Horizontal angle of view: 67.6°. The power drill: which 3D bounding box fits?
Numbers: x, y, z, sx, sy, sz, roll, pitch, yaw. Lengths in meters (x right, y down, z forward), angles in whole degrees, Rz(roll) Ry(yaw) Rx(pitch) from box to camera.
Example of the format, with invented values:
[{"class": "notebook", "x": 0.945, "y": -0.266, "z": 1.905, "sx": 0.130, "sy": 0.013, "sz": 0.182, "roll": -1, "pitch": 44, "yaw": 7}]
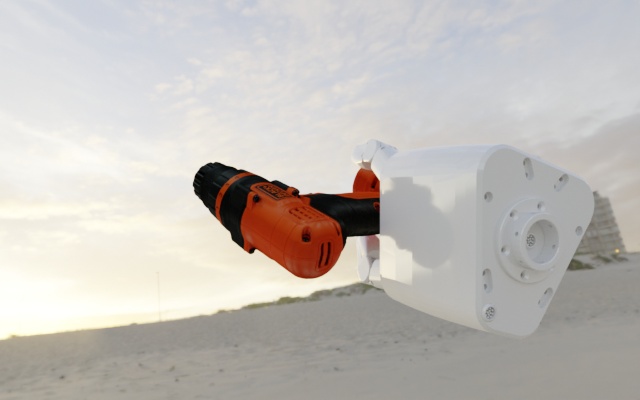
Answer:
[{"class": "power drill", "x": 0.001, "y": 0.001, "z": 0.424, "sx": 0.187, "sy": 0.057, "sz": 0.184, "roll": -9, "pitch": 26, "yaw": -37}]
